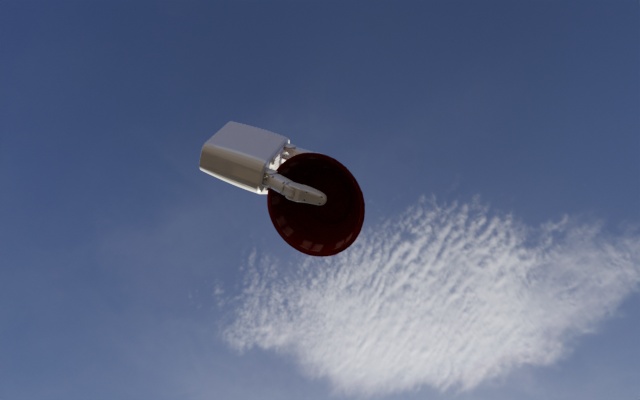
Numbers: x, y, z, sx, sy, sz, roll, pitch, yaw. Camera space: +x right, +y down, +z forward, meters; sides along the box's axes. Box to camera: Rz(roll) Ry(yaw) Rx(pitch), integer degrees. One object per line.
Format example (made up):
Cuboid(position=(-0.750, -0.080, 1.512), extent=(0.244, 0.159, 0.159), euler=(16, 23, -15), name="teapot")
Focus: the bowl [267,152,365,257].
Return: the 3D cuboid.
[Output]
Cuboid(position=(0.001, 0.003, 0.738), extent=(0.162, 0.162, 0.055), euler=(0, 13, 25), name="bowl")
